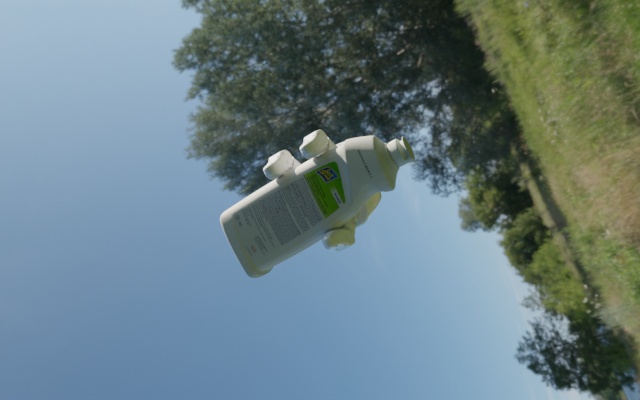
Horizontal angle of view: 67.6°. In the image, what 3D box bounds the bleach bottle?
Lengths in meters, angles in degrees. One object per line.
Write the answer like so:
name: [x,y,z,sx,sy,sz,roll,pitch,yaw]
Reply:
bleach bottle: [0.000,0.002,0.582,0.251,0.102,0.068,-27,1,23]
